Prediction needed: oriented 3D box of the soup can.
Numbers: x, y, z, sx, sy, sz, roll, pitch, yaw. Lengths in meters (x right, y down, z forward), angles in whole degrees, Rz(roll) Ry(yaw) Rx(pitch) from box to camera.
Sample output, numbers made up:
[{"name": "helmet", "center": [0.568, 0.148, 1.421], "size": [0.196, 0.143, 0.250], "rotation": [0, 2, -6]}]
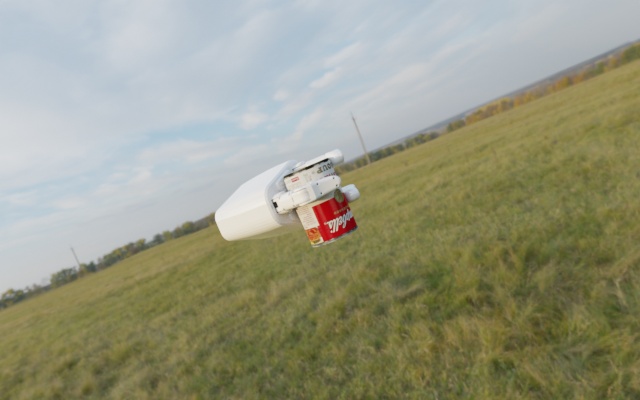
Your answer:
[{"name": "soup can", "center": [0.000, 0.002, 0.637], "size": [0.068, 0.102, 0.068], "rotation": [-23, 4, 2]}]
